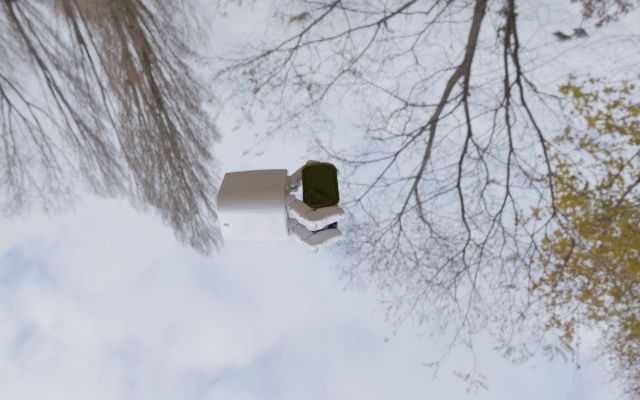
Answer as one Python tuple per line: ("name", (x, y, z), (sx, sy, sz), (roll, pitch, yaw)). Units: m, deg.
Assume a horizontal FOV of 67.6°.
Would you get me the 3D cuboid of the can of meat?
("can of meat", (0.000, 0.003, 0.777), (0.057, 0.102, 0.084), (-3, -43, -1))
